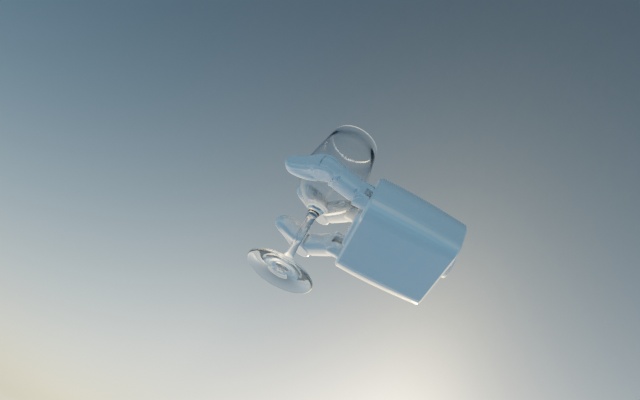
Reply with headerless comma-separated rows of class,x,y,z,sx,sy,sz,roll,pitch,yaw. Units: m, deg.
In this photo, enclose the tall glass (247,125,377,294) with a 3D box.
tall glass,0.000,0.002,0.538,0.079,0.201,0.079,20,-35,15
